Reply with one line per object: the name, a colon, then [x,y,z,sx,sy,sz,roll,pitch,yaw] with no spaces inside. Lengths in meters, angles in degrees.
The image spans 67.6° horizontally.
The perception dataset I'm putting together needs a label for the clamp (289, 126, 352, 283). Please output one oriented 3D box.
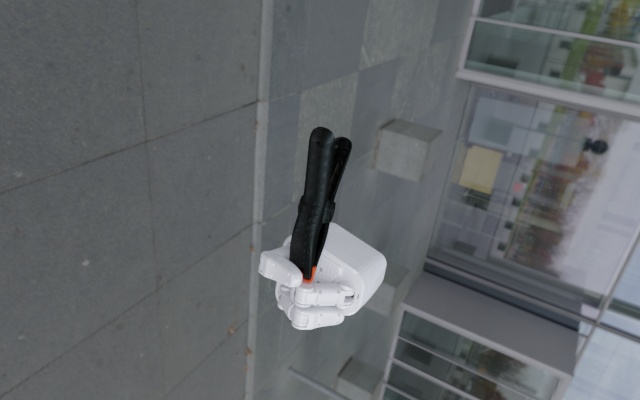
clamp: [0.001,0.002,0.527,0.039,0.171,0.120,19,15,18]
